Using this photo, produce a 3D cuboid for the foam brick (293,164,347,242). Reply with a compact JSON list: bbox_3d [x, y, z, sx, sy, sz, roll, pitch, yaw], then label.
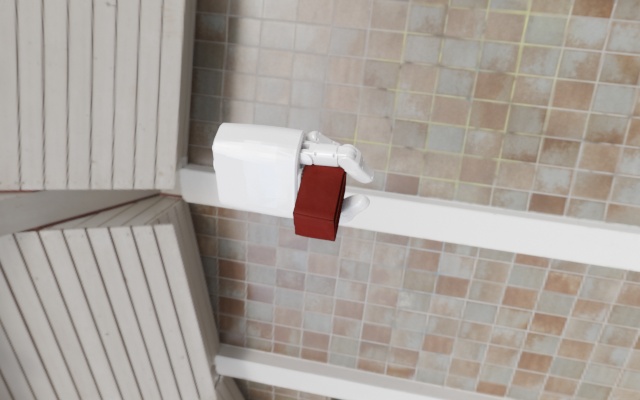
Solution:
[{"bbox_3d":[0.000,0.002,0.577,0.051,0.078,0.053,9,-33,6],"label":"foam brick"}]
